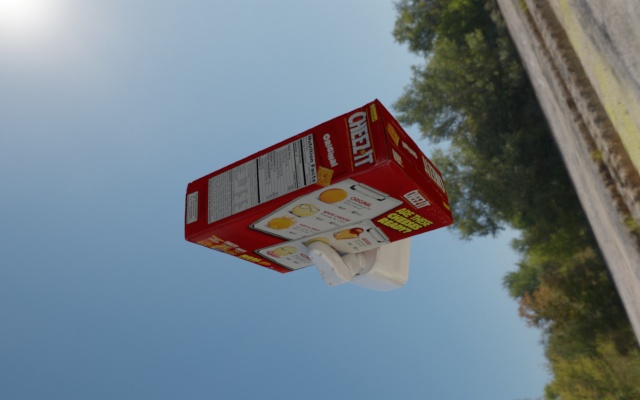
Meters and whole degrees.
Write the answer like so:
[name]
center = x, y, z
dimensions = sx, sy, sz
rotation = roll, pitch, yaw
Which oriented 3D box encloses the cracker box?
[cracker box]
center = 0.000, 0.002, 0.476
dimensions = 0.214, 0.072, 0.164
rotation = -21, -29, 25
